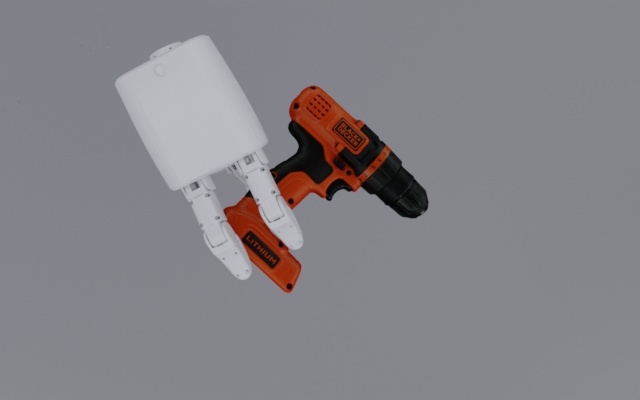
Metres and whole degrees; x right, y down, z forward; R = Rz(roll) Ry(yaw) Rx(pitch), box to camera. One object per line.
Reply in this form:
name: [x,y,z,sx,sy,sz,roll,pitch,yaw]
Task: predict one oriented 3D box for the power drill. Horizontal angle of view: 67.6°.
power drill: [0.000,0.002,0.497,0.184,0.187,0.057,42,-12,-5]
